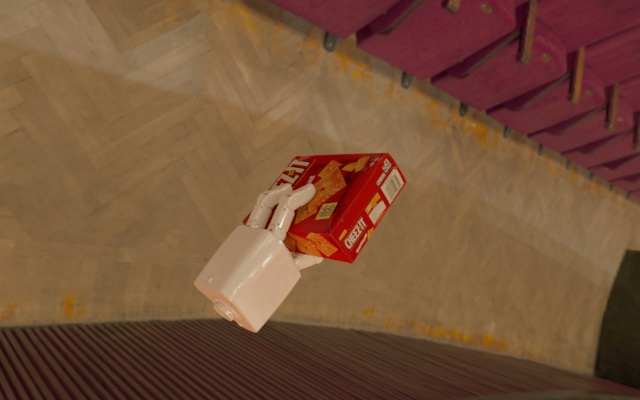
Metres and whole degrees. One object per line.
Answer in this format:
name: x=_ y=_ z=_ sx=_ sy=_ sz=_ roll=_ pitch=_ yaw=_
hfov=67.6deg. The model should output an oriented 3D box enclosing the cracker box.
cracker box: x=0.000 y=0.003 z=0.740 sx=0.213 sy=0.164 sz=0.072 roll=4 pitch=-41 yaw=48
